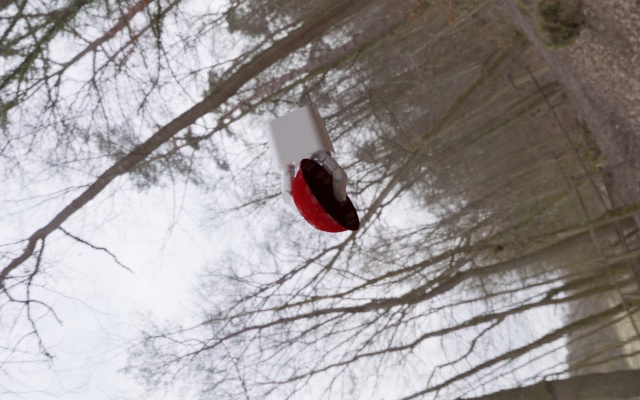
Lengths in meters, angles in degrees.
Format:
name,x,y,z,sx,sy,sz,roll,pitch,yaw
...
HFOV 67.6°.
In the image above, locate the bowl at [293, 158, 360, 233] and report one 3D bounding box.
name,x,y,z,sx,sy,sz,roll,pitch,yaw
bowl,0.000,0.004,0.867,0.055,0.162,0.162,-38,-15,19
